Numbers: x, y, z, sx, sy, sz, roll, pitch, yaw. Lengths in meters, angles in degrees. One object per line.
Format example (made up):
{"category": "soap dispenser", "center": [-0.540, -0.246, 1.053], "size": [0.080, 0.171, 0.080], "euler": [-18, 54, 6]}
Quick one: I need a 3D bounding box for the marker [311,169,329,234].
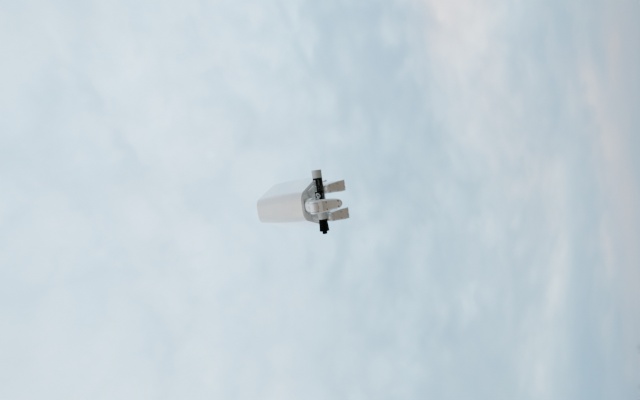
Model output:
{"category": "marker", "center": [0.000, 0.003, 0.890], "size": [0.020, 0.121, 0.020], "euler": [-8, 4, 1]}
